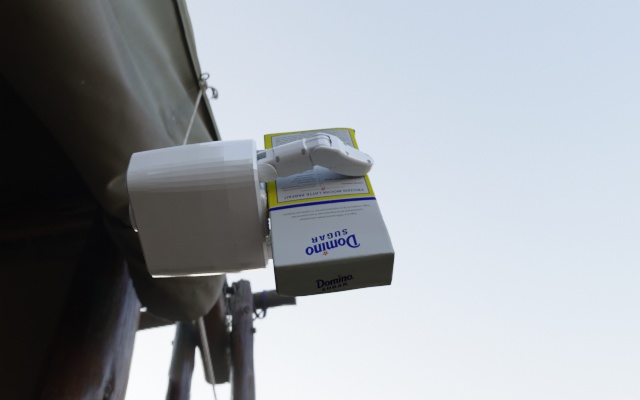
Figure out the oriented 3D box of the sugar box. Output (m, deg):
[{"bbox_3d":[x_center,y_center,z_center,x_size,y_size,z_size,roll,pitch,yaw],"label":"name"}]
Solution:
[{"bbox_3d":[0.000,0.002,0.424,0.093,0.048,0.176,-6,44,-4],"label":"sugar box"}]
